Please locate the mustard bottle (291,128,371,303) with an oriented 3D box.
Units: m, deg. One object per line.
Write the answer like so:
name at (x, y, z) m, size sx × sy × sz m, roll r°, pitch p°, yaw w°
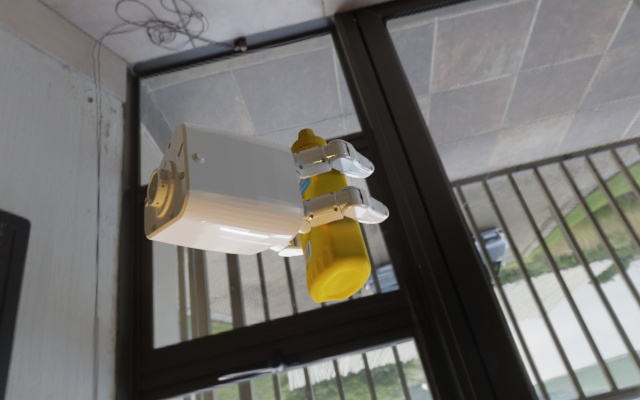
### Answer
mustard bottle at (0.000, 0.002, 0.501) m, size 0.058 × 0.191 × 0.096 m, roll -4°, pitch -32°, yaw -14°
